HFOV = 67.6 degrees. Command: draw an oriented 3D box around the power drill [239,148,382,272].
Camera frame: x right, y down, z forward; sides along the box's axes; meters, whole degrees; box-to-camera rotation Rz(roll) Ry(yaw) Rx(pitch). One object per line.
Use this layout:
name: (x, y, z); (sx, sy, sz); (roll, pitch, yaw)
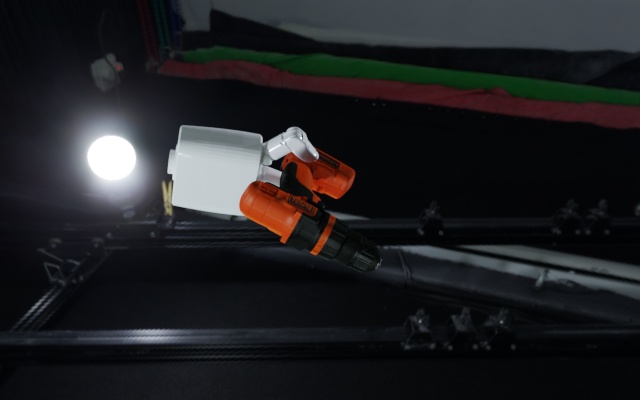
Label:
power drill: (0.000, 0.002, 0.629); (0.184, 0.057, 0.187); (29, 27, -7)
